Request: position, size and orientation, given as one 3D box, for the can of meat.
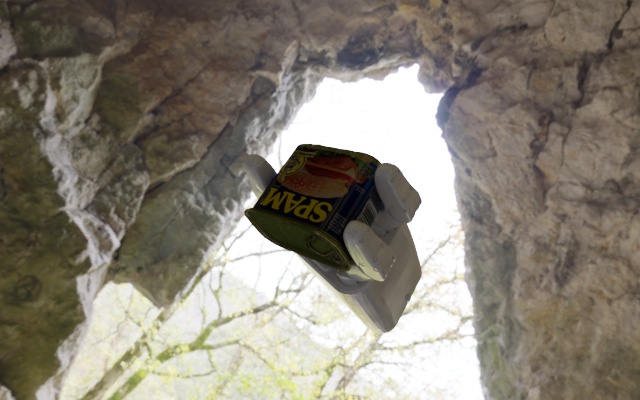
[{"bbox_3d":[0.000,0.001,0.408,0.102,0.084,0.057,16,-28,37],"label":"can of meat"}]
